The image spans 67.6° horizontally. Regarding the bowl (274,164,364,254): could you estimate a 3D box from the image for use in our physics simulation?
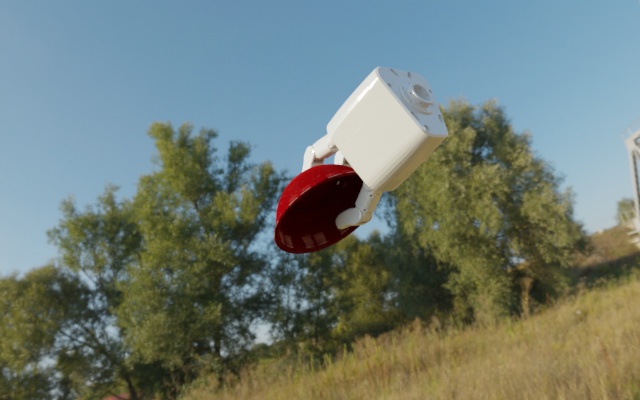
[{"bbox_3d":[-0.001,0.003,0.658,0.162,0.055,0.162,-23,-34,-16],"label":"bowl"}]
